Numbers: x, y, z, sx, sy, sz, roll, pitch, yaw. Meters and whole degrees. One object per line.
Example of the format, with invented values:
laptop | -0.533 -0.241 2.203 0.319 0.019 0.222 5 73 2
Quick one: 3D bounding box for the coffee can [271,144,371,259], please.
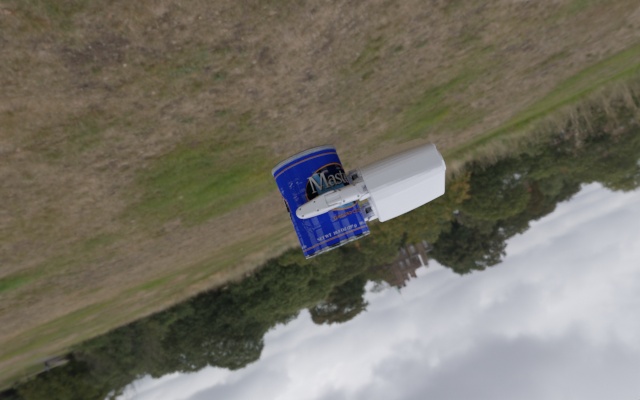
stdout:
coffee can | 0.000 0.002 0.706 0.103 0.140 0.103 -22 -7 -3
